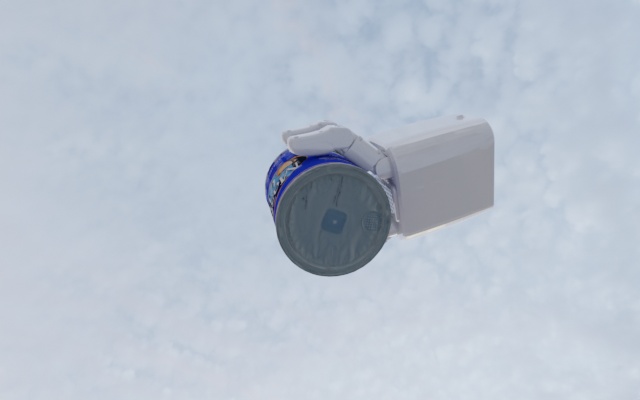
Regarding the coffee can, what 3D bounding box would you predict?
[{"bbox_3d":[0.000,0.002,0.478,0.103,0.103,0.140,0,14,-11],"label":"coffee can"}]
